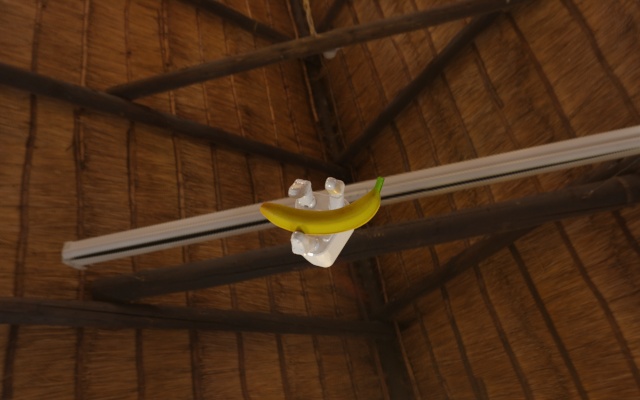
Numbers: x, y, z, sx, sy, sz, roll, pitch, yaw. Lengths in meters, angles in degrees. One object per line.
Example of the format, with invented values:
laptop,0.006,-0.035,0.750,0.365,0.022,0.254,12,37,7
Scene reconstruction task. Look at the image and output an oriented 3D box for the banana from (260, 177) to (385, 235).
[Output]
banana,0.006,0.019,0.725,0.198,0.069,0.037,-12,-17,8
